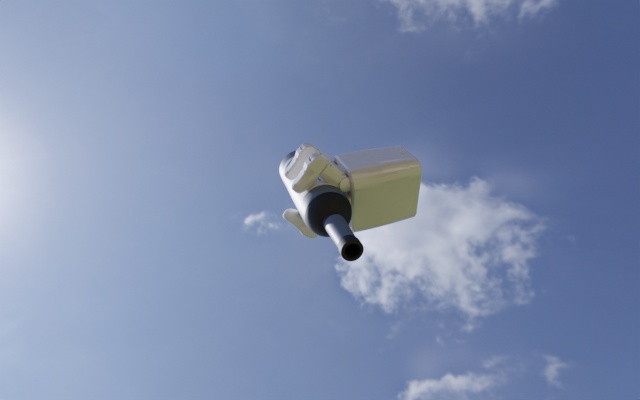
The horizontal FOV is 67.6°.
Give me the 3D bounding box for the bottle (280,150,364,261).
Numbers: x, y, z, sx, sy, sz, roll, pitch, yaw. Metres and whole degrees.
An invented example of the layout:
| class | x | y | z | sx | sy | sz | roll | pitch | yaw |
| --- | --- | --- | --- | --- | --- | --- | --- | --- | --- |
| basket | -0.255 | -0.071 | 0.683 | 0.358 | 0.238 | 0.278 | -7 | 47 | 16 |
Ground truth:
| class | x | y | z | sx | sy | sz | roll | pitch | yaw |
| --- | --- | --- | --- | --- | --- | --- | --- | --- | --- |
| bottle | 0.000 | 0.002 | 0.673 | 0.069 | 0.069 | 0.295 | 0 | 22 | -16 |
